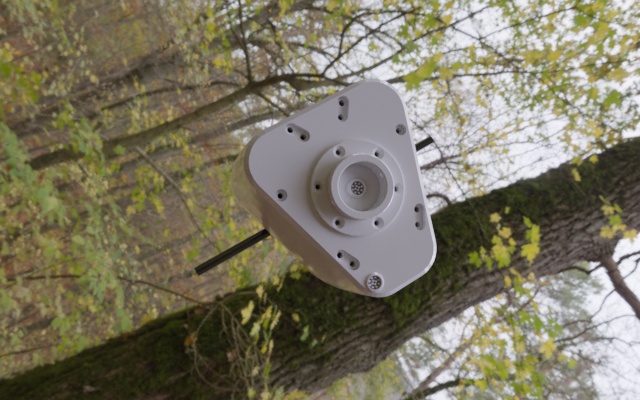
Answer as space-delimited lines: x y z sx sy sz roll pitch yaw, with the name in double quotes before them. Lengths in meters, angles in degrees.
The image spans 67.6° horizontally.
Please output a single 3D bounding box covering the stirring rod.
"stirring rod" 0.000 0.001 0.419 0.239 0.011 0.011 -29 6 -12
